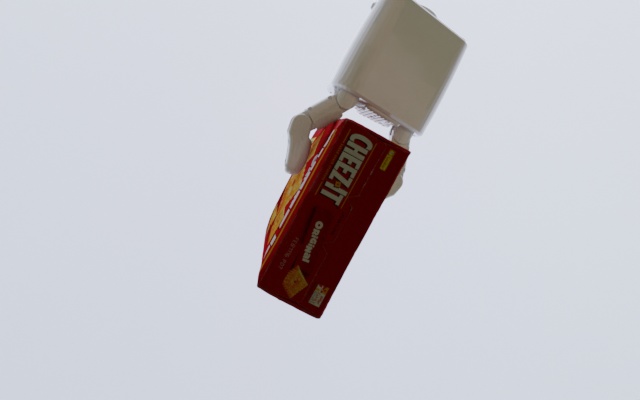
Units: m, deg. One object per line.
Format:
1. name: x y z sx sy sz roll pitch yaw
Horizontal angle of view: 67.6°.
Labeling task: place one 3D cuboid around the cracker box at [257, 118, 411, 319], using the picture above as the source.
1. cracker box: 0.000 0.002 0.498 0.072 0.164 0.213 27 5 -7
